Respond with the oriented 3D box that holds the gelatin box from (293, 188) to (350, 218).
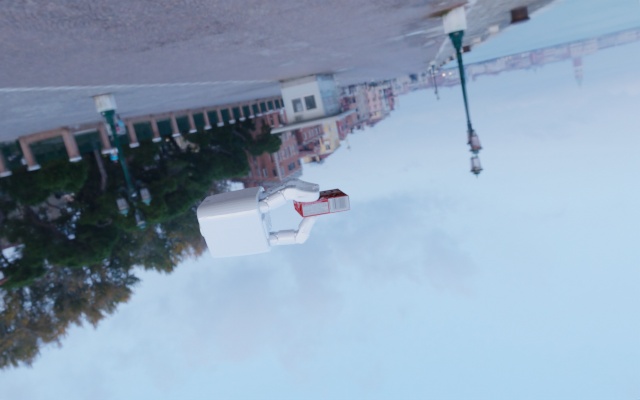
[{"bbox_3d":[0.001,0.003,0.846,0.089,0.030,0.073,-9,12,-11],"label":"gelatin box"}]
